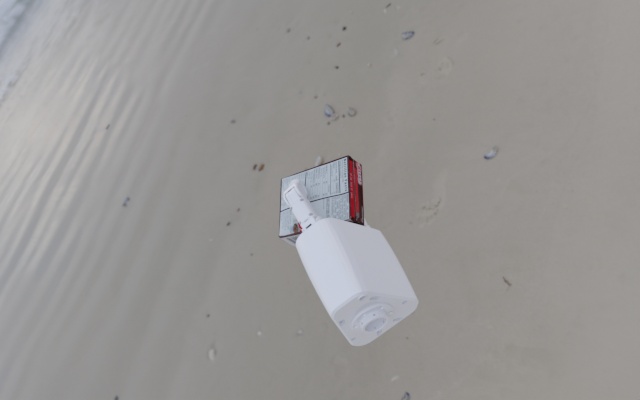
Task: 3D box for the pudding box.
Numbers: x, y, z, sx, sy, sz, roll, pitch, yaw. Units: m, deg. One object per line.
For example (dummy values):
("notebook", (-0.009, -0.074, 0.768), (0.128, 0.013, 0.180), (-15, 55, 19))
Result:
("pudding box", (0.000, 0.002, 0.610), (0.113, 0.090, 0.039), (-15, -30, 30))
